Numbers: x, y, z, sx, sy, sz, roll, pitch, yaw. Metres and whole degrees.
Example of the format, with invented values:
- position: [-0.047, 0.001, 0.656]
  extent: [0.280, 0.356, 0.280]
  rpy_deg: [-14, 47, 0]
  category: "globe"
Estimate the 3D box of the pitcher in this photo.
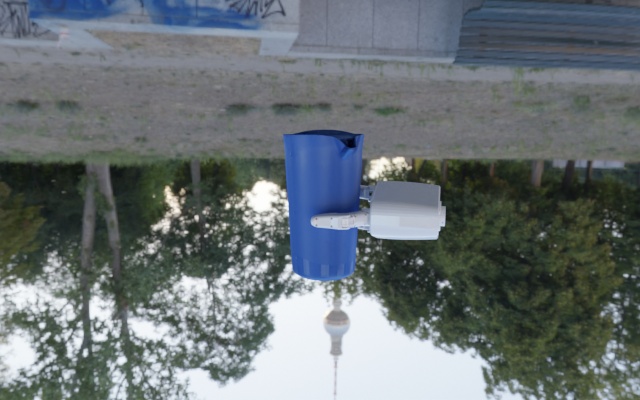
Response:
- position: [0.000, 0.003, 0.808]
  extent: [0.145, 0.243, 0.149]
  rpy_deg: [2, 9, 12]
  category: "pitcher"
